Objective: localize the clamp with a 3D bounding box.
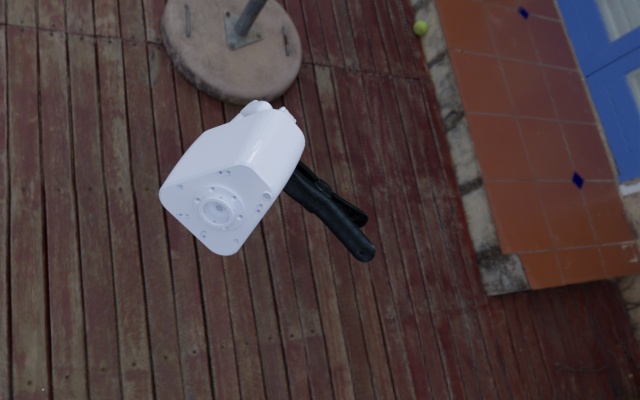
[{"bbox_3d":[0.000,0.001,0.550,0.171,0.039,0.120,36,10,-19],"label":"clamp"}]
